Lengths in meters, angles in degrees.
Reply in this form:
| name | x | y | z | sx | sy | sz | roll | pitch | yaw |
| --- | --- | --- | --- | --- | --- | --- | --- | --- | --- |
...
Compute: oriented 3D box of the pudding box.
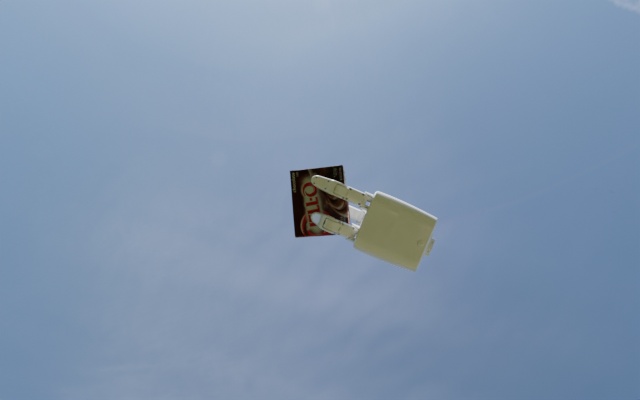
| name | x | y | z | sx | sy | sz | roll | pitch | yaw |
| --- | --- | --- | --- | --- | --- | --- | --- | --- | --- |
| pudding box | 0.000 | 0.003 | 0.785 | 0.090 | 0.113 | 0.039 | -6 | -5 | 10 |
